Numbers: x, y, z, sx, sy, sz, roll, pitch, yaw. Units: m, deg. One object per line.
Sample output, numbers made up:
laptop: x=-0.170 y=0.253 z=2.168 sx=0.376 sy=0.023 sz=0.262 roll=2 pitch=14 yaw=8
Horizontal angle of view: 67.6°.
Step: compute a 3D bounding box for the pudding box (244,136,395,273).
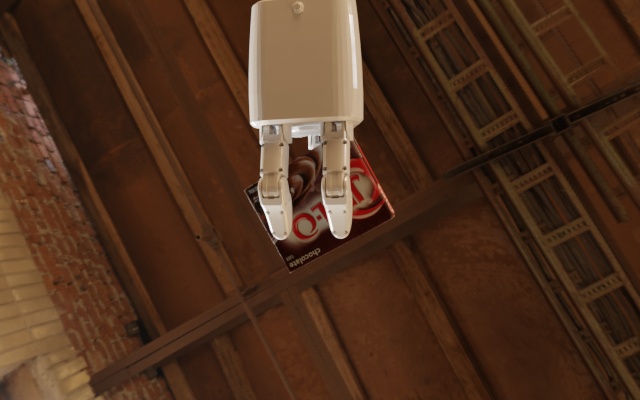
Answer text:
pudding box: x=0.000 y=0.001 z=0.448 sx=0.113 sy=0.090 sz=0.039 roll=-30 pitch=-2 yaw=12
